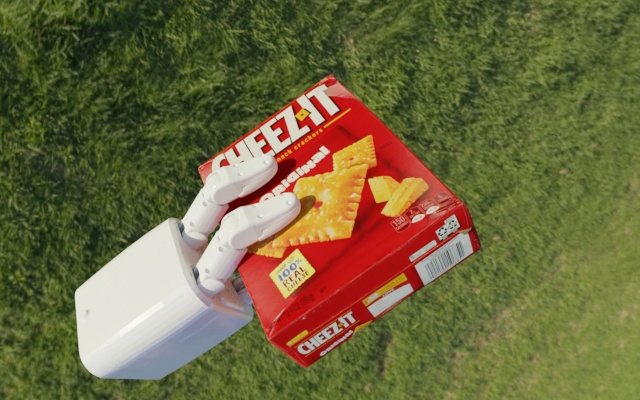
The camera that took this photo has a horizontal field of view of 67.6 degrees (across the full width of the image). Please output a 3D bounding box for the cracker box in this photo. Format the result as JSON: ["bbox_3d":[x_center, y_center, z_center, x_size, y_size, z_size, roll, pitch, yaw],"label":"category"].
[{"bbox_3d":[0.000,0.002,0.408,0.164,0.213,0.072,-35,-43,1],"label":"cracker box"}]
